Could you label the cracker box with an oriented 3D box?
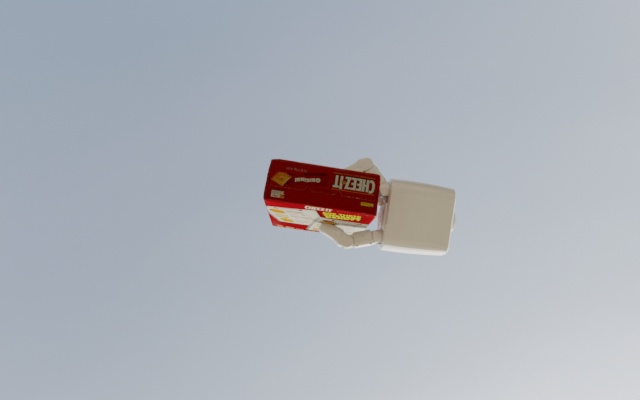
[{"bbox_3d":[0.000,0.003,0.779,0.164,0.072,0.214,8,-13,0],"label":"cracker box"}]
